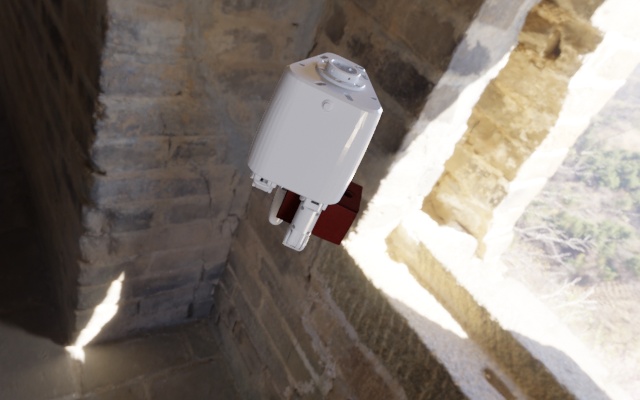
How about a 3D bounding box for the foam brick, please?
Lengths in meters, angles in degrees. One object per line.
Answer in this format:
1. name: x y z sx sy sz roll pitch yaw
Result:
1. foam brick: 0.000 0.002 0.515 0.078 0.051 0.053 24 33 -5
